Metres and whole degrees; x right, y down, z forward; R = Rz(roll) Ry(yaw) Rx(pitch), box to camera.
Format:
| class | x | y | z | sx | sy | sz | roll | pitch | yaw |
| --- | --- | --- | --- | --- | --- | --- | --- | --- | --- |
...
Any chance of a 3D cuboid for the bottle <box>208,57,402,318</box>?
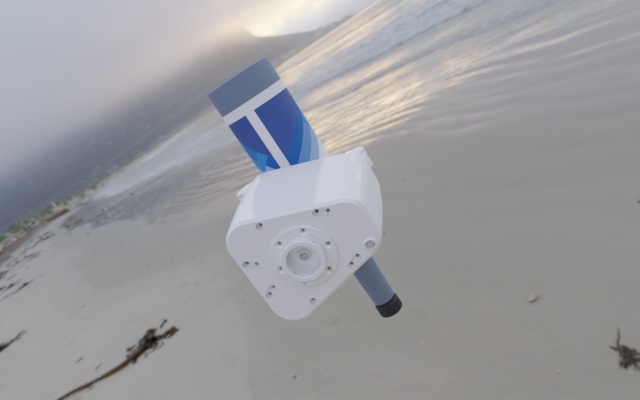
| class | x | y | z | sx | sy | sz | roll | pitch | yaw |
| --- | --- | --- | --- | --- | --- | --- | --- | --- | --- |
| bottle | 0.000 | 0.001 | 0.486 | 0.069 | 0.296 | 0.069 | -31 | 16 | 10 |
